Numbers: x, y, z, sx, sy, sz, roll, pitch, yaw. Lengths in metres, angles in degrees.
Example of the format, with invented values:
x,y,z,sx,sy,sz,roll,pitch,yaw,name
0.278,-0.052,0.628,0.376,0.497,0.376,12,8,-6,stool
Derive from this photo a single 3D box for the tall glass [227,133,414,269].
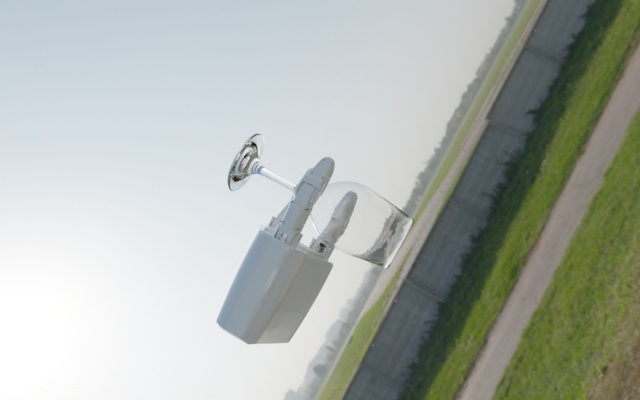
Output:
x,y,z,sx,sy,sz,roll,pitch,yaw,name
0.000,0.001,0.534,0.201,0.079,0.079,27,5,10,tall glass
